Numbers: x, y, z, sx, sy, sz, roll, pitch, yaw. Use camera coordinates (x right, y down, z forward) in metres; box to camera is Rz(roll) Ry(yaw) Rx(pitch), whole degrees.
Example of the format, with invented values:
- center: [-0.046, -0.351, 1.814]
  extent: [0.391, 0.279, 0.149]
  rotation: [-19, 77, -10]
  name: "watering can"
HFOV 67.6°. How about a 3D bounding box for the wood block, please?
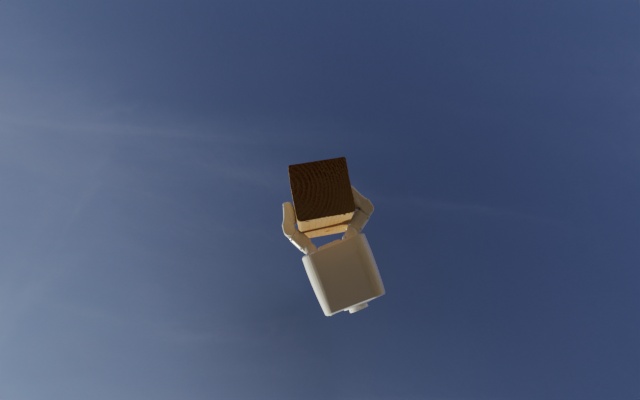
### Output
- center: [0.000, 0.003, 0.809]
  extent: [0.091, 0.090, 0.206]
  rotation: [-10, -12, -3]
  name: "wood block"
